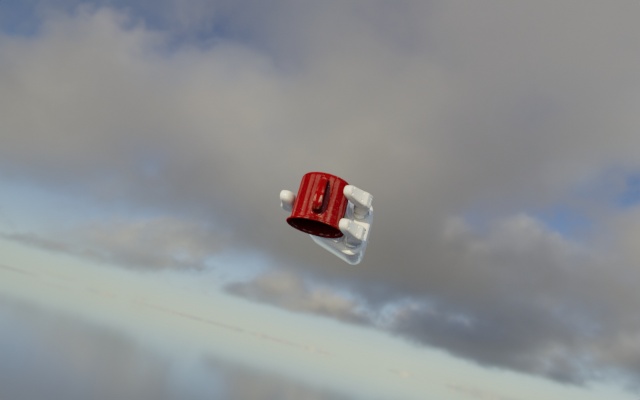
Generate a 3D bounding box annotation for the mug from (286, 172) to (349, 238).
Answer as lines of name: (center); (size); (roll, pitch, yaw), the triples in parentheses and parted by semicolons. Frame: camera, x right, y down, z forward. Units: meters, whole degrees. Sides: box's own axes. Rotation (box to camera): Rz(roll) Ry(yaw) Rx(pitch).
mug: (0.000, 0.002, 0.745); (0.093, 0.081, 0.117); (13, -18, 8)
